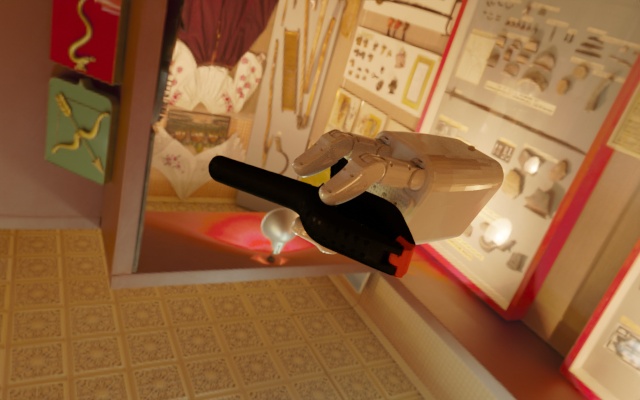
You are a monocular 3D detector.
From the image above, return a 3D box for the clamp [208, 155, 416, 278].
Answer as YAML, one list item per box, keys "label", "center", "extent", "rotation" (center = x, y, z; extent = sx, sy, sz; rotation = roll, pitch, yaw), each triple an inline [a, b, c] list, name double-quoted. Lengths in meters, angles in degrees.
- label: "clamp"
  center: [0.000, 0.002, 0.440]
  extent: [0.164, 0.036, 0.210]
  rotation: [-5, 31, -30]
